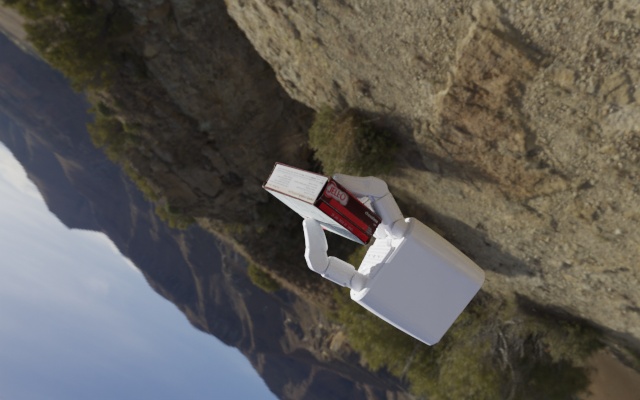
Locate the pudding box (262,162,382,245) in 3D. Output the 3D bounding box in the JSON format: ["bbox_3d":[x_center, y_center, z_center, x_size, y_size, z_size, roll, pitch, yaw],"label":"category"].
[{"bbox_3d":[0.000,0.002,0.529,0.090,0.039,0.113,39,-13,-35],"label":"pudding box"}]
